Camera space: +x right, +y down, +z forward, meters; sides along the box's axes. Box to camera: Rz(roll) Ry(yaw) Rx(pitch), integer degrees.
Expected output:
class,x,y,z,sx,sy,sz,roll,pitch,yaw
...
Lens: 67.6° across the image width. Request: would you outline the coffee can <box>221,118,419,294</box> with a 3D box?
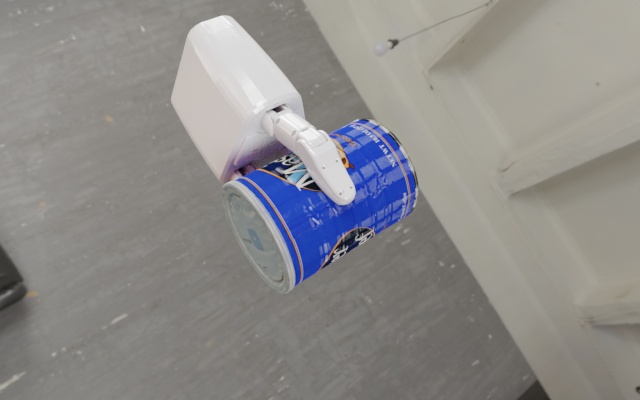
class,x,y,z,sx,sy,sz,roll,pitch,yaw
coffee can,0.000,0.002,0.420,0.140,0.103,0.103,-29,13,-24
